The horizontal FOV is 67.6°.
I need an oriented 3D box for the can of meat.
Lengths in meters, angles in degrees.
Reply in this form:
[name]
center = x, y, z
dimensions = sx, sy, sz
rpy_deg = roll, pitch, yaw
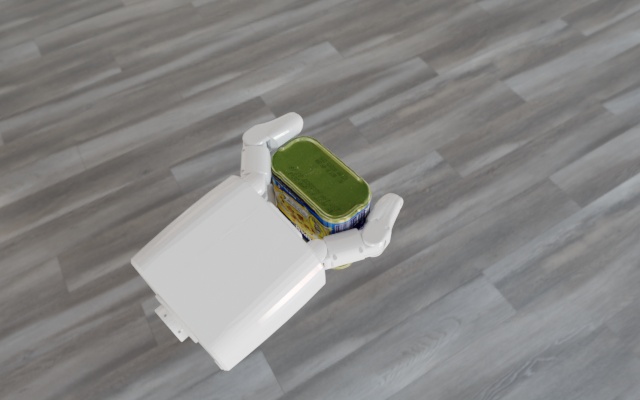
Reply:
[can of meat]
center = 0.000, 0.001, 0.441
dimensions = 0.057, 0.102, 0.084
rpy_deg = -38, -28, -20
